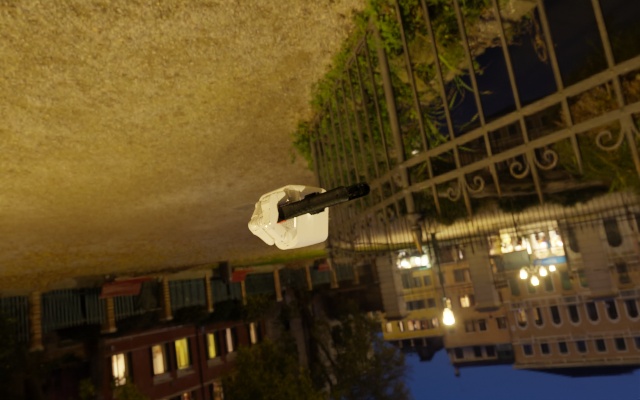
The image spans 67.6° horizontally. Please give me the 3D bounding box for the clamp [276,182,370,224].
[{"bbox_3d":[0.000,0.003,0.807,0.171,0.039,0.120,-15,-6,33],"label":"clamp"}]
